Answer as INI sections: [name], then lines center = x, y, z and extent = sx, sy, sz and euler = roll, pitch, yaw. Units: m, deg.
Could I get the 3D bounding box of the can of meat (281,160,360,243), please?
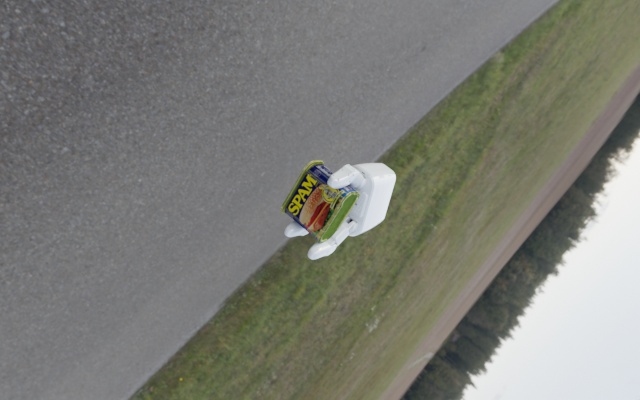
[can of meat]
center = 0.000, 0.003, 0.745
extent = 0.084, 0.102, 0.057
euler = 39, 22, 19
